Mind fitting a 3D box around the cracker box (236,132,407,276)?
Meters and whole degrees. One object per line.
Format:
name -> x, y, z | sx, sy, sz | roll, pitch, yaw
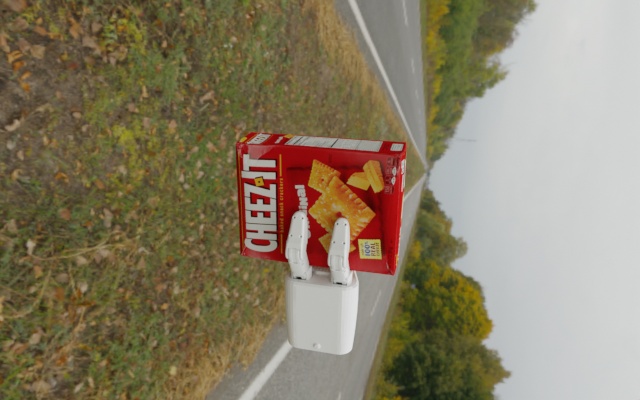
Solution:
cracker box -> 0.000, 0.002, 0.630 | 0.213, 0.164, 0.072 | 5, 20, 12
